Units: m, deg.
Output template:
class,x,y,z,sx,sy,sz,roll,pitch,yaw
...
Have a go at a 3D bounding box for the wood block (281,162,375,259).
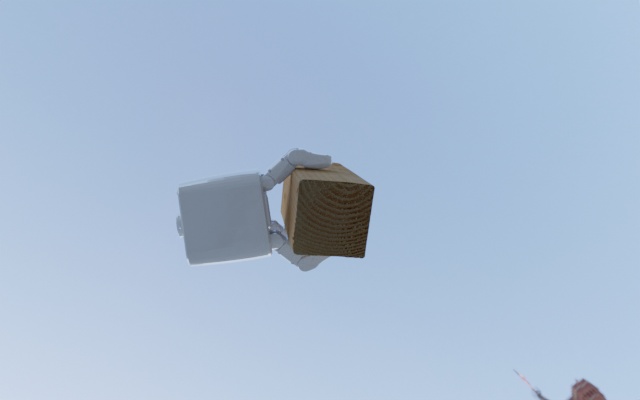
class,x,y,z,sx,sy,sz,roll,pitch,yaw
wood block,0.000,0.002,0.647,0.090,0.091,0.206,4,11,-10
